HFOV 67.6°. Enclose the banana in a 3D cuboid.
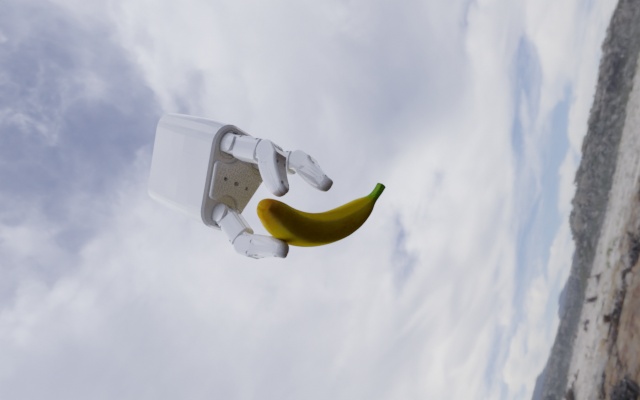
[{"bbox_3d":[-0.001,0.019,0.518,0.037,0.070,0.198,23,21,35],"label":"banana"}]
